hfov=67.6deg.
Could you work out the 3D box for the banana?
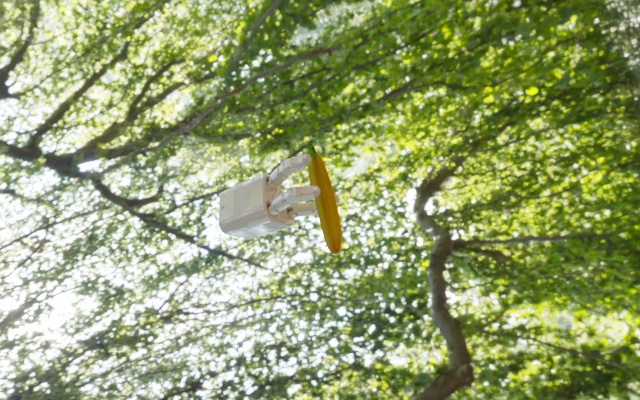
[{"bbox_3d":[0.005,0.001,0.856,0.037,0.197,0.069,-18,-9,16],"label":"banana"}]
